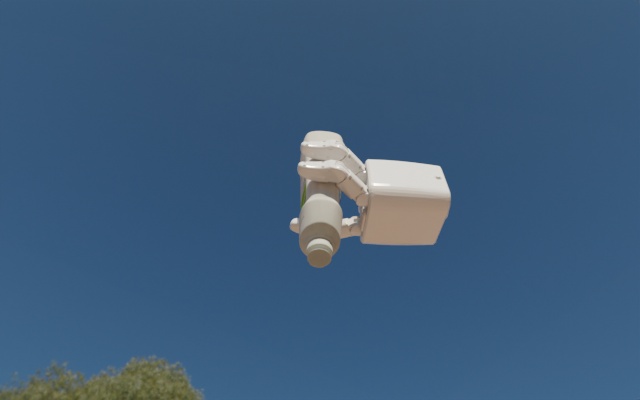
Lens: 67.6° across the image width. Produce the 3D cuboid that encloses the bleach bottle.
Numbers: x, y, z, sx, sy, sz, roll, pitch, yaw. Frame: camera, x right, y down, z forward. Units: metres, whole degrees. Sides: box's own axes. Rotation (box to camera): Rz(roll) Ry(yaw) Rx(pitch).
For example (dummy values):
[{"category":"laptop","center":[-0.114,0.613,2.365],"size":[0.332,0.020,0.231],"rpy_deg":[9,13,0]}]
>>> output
[{"category":"bleach bottle","center":[0.000,0.002,0.654],"size":[0.068,0.103,0.250],"rpy_deg":[4,35,-2]}]
